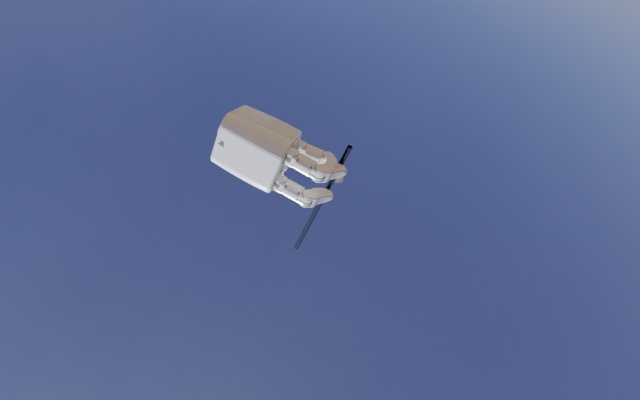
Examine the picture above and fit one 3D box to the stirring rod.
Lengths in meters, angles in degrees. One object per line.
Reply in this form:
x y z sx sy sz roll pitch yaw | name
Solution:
0.000 0.002 0.788 0.011 0.011 0.240 0 -44 -30 | stirring rod
